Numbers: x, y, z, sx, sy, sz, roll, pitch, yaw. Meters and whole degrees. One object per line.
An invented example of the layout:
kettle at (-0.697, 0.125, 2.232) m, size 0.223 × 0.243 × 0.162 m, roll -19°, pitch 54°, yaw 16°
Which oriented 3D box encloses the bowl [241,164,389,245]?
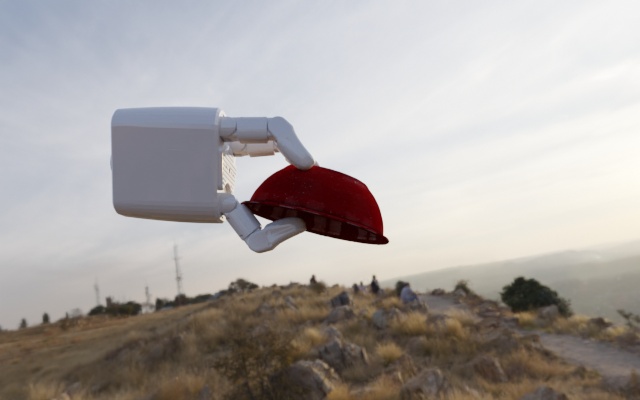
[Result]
bowl at (0.001, 0.002, 0.511) m, size 0.162 × 0.055 × 0.162 m, roll 14°, pitch -10°, yaw 3°
